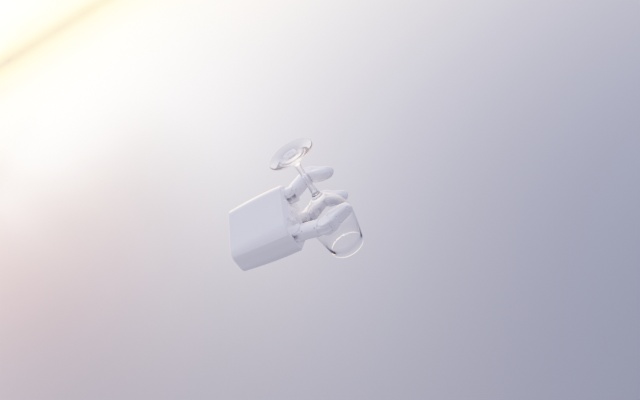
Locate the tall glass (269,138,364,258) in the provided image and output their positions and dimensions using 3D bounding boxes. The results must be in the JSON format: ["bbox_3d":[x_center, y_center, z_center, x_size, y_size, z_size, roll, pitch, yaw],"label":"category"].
[{"bbox_3d":[0.000,0.002,0.760,0.079,0.201,0.079,-23,32,15],"label":"tall glass"}]
